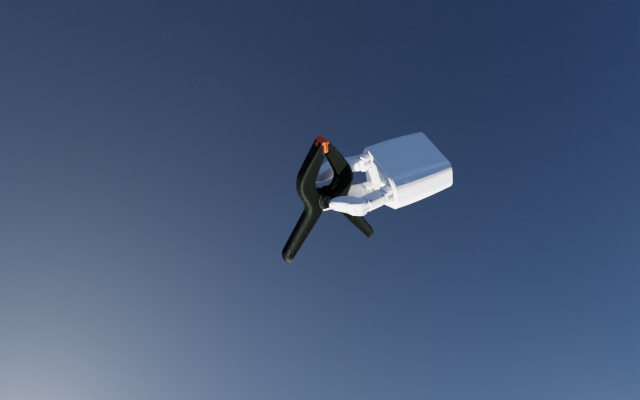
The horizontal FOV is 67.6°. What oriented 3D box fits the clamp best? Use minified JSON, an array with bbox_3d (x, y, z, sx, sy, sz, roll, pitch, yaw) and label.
[{"bbox_3d":[0.001,0.002,0.760,0.164,0.210,0.036,-21,33,-15],"label":"clamp"}]
